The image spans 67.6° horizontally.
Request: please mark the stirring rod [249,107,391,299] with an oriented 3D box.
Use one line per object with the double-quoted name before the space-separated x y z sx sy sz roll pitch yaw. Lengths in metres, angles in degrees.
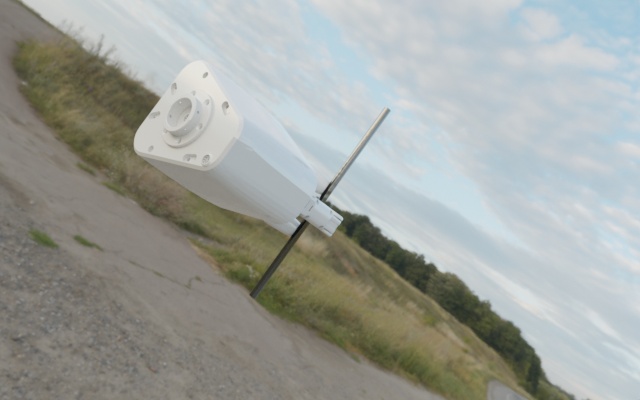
"stirring rod" 0.000 0.002 0.496 0.011 0.239 0.011 36 -2 1
